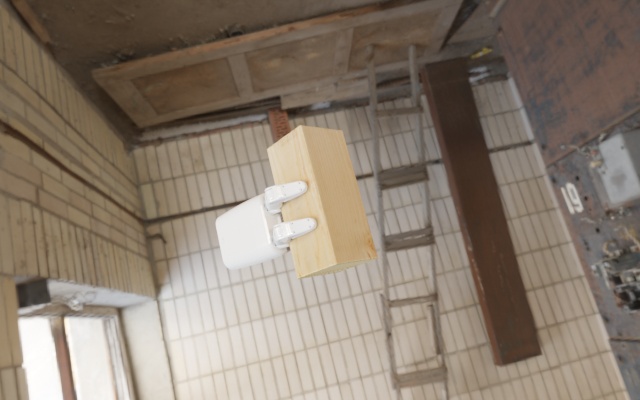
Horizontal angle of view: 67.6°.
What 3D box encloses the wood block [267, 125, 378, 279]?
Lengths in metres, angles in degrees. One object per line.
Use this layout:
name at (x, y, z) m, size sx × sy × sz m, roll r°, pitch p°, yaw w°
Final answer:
wood block at (0.000, 0.003, 0.717) m, size 0.091 × 0.206 × 0.090 m, roll -1°, pitch -19°, yaw -44°
